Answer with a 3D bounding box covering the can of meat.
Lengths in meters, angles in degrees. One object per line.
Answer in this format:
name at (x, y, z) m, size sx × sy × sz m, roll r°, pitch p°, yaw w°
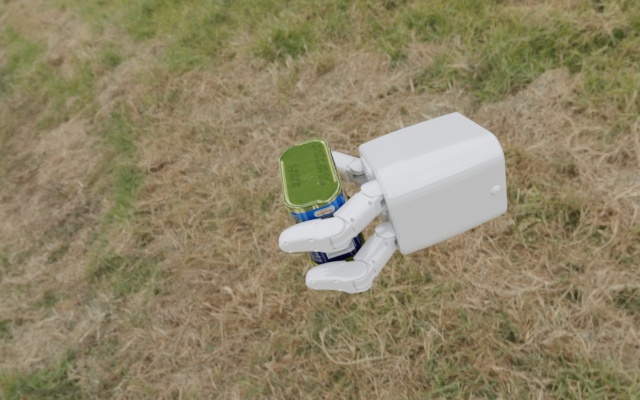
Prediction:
can of meat at (0.000, 0.001, 0.459) m, size 0.057 × 0.084 × 0.102 m, roll -19°, pitch 41°, yaw 4°
